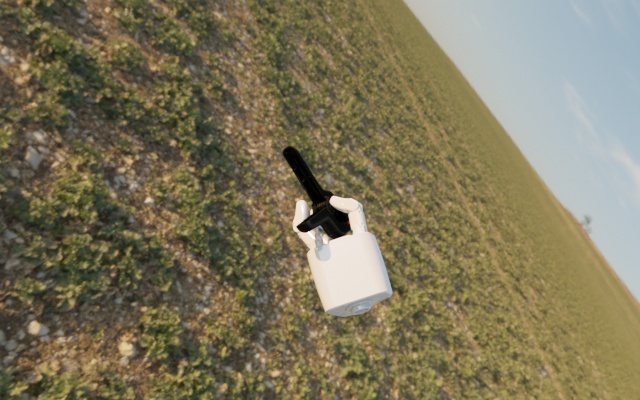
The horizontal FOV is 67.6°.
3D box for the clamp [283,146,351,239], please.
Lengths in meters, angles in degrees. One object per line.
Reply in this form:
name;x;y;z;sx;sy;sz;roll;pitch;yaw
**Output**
clamp;0.001;0.003;0.849;0.036;0.164;0.210;-24;-26;20
